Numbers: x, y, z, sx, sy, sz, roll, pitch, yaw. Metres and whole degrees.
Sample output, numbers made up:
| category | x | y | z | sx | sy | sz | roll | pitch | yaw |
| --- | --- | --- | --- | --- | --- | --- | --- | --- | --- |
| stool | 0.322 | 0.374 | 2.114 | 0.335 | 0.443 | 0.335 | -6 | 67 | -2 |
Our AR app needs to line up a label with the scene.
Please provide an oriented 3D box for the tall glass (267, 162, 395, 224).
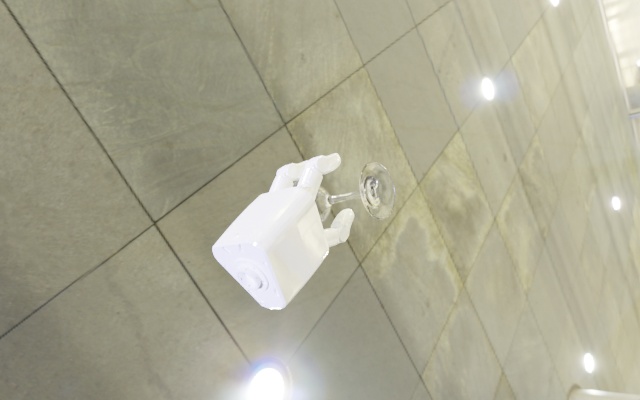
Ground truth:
| category | x | y | z | sx | sy | sz | roll | pitch | yaw |
| --- | --- | --- | --- | --- | --- | --- | --- | --- | --- |
| tall glass | 0.001 | 0.002 | 0.670 | 0.201 | 0.079 | 0.079 | -11 | -8 | 41 |
